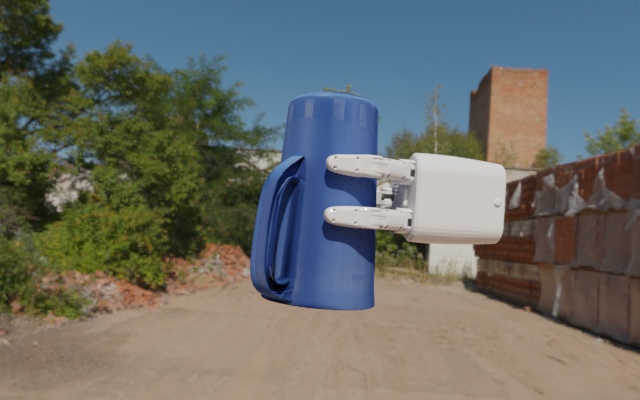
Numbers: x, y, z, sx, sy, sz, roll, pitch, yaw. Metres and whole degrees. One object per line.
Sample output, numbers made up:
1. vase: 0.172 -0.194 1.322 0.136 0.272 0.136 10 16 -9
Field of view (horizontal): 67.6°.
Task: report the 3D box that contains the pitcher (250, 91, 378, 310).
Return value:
1. pitcher: 0.000 0.002 0.555 0.145 0.243 0.149 5 -3 -5
